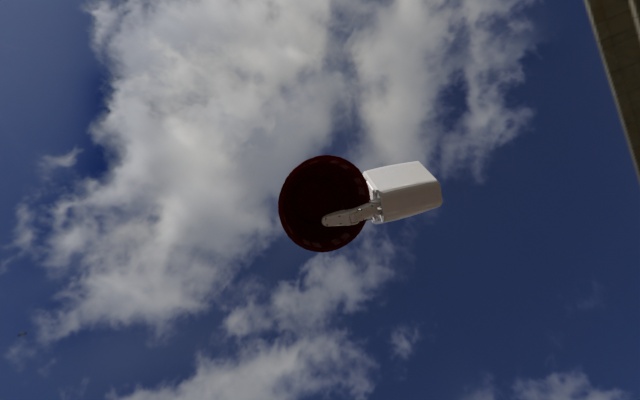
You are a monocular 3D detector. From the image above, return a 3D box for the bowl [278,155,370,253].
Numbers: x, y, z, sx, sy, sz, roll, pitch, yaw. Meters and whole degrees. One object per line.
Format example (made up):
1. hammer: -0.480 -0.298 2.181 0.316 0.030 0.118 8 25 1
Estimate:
1. bowl: -0.001 0.003 0.803 0.162 0.162 0.055 0 9 -21
